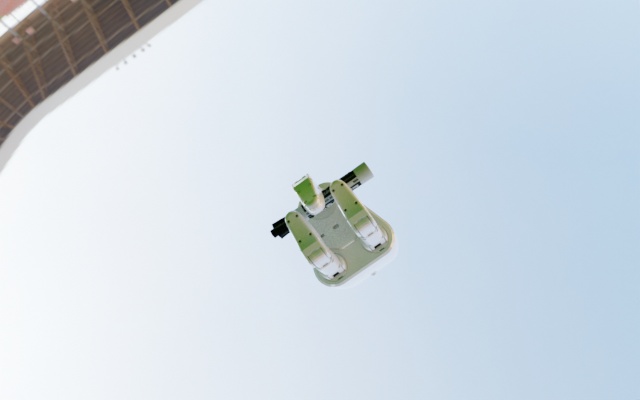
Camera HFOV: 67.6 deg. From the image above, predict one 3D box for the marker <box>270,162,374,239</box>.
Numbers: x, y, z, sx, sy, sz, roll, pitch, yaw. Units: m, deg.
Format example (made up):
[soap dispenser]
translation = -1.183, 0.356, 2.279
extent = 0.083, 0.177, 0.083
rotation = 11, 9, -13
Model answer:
[marker]
translation = 0.000, 0.002, 0.492
extent = 0.121, 0.020, 0.020
rotation = -34, -3, 4
